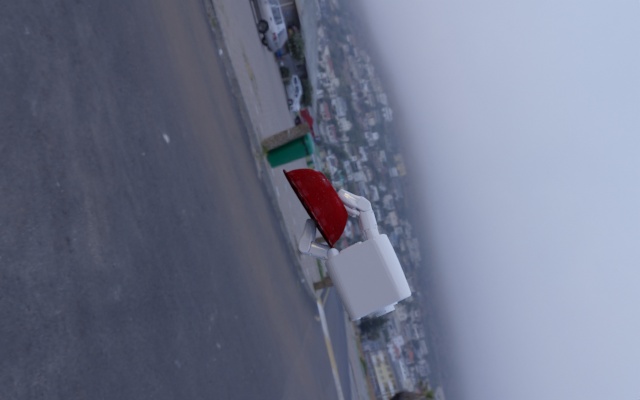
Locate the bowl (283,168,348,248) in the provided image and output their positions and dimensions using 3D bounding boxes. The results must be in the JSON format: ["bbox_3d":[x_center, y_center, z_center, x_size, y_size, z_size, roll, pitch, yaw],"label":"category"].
[{"bbox_3d":[0.000,0.001,0.815,0.055,0.162,0.162,-33,3,-4],"label":"bowl"}]
